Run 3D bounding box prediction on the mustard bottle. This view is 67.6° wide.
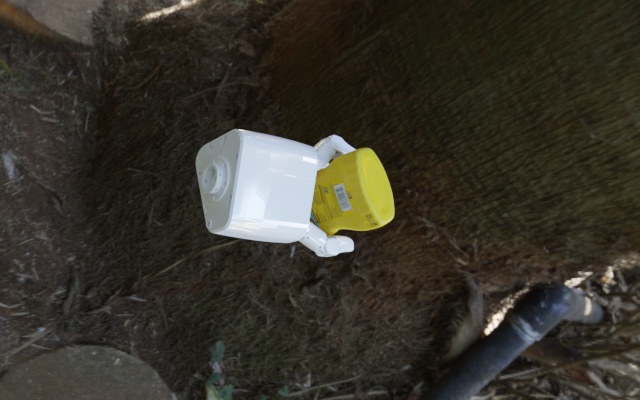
[{"bbox_3d":[0.001,0.002,0.625,0.191,0.096,0.058,-16,6,43],"label":"mustard bottle"}]
